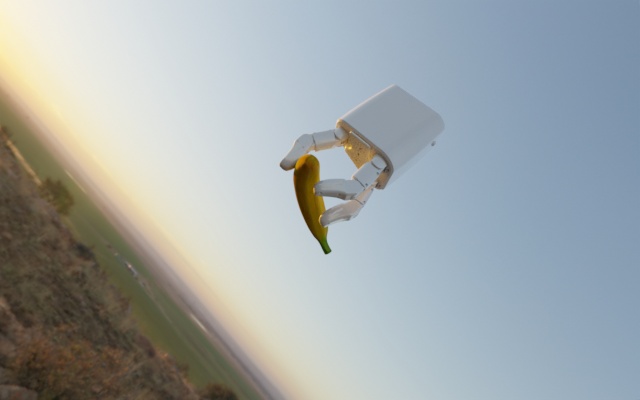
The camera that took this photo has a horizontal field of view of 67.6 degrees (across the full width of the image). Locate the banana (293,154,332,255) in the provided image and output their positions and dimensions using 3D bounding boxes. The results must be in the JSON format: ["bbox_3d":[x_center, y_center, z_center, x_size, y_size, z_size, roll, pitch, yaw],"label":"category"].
[{"bbox_3d":[-0.010,-0.006,0.674,0.037,0.198,0.069,-32,51,-16],"label":"banana"}]
